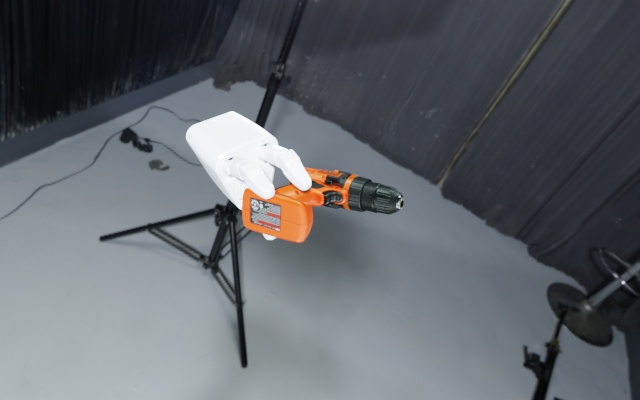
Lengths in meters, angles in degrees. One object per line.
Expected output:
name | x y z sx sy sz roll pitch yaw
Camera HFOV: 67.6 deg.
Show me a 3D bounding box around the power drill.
power drill | 0.000 0.002 0.654 0.184 0.057 0.187 11 18 30
